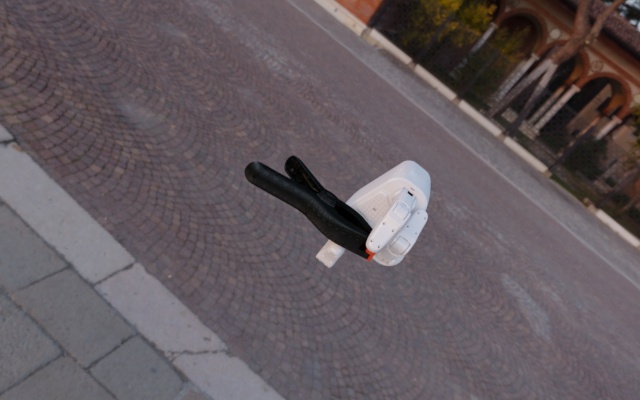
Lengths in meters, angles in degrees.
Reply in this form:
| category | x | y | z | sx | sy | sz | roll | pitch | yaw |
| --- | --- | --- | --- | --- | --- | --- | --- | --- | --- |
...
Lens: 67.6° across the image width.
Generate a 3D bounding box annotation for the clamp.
| category | x | y | z | sx | sy | sz | roll | pitch | yaw |
| --- | --- | --- | --- | --- | --- | --- | --- | --- | --- |
| clamp | 0.001 | 0.002 | 0.561 | 0.171 | 0.039 | 0.120 | 39 | 26 | 2 |
